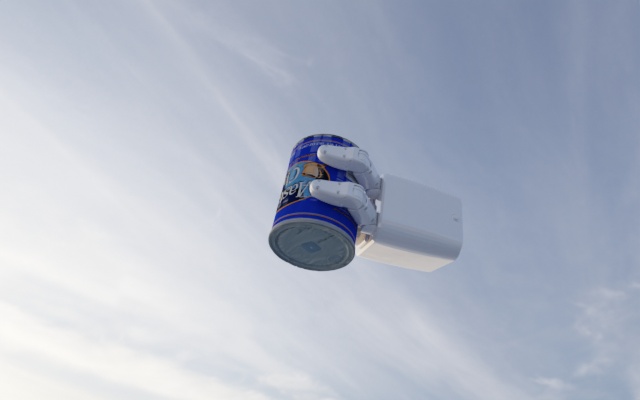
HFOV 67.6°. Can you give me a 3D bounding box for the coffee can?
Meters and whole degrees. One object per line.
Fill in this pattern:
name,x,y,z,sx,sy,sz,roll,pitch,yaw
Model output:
coffee can,0.000,0.002,0.595,0.103,0.140,0.103,7,-38,6
